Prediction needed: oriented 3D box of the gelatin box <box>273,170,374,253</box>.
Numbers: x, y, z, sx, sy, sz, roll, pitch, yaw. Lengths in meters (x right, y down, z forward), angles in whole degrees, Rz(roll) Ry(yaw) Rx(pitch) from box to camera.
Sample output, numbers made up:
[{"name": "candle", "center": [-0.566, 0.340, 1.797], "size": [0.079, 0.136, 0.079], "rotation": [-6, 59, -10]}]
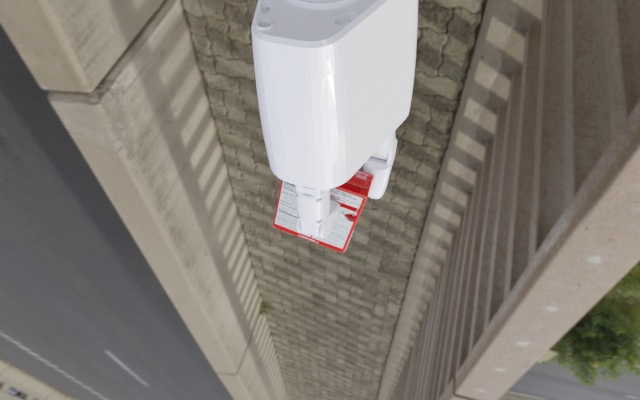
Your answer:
[{"name": "gelatin box", "center": [0.000, 0.002, 0.427], "size": [0.073, 0.030, 0.089], "rotation": [20, -40, 3]}]
